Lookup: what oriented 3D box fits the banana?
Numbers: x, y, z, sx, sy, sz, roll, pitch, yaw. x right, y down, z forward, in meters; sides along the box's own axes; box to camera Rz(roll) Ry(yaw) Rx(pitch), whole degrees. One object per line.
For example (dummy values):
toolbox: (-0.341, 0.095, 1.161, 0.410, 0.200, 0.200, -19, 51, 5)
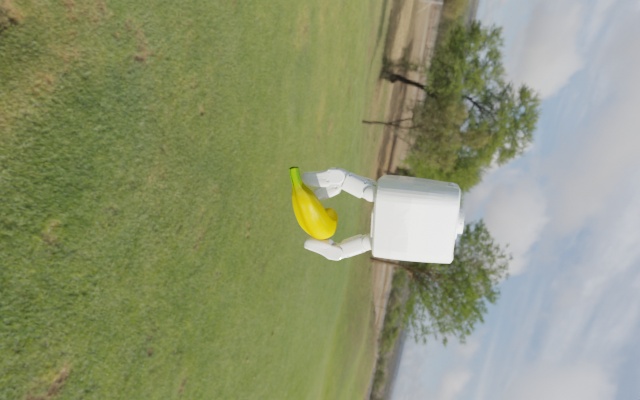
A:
banana: (-0.002, 0.019, 0.649, 0.037, 0.069, 0.198, 0, -17, 13)
